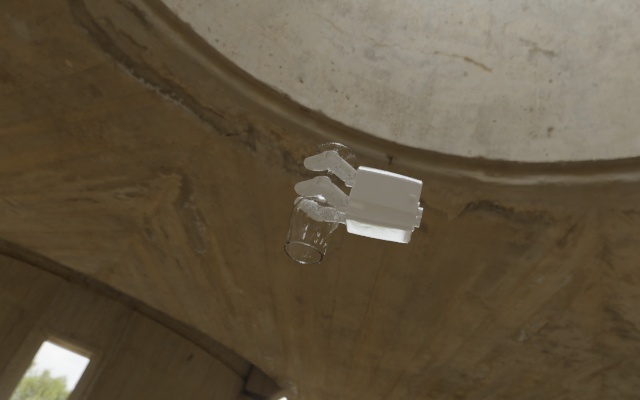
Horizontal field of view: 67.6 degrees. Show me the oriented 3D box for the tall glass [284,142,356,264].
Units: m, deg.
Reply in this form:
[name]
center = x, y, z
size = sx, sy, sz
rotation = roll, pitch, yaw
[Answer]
[tall glass]
center = 0.000, 0.002, 0.779
size = 0.079, 0.201, 0.079
rotation = 13, -35, 9
